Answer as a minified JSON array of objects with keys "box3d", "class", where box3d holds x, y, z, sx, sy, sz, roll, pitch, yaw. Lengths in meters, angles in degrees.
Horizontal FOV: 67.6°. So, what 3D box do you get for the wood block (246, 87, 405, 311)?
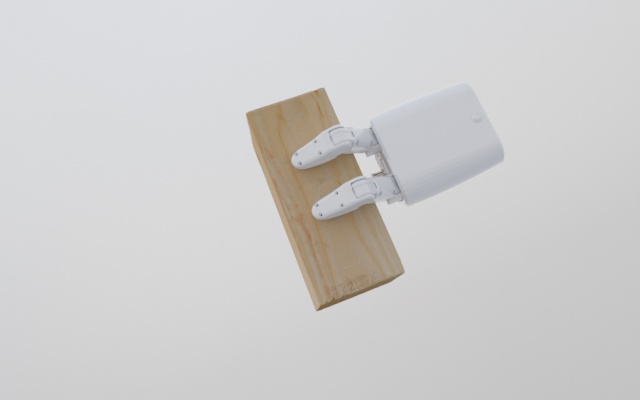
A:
[{"box3d":[0.000,0.001,0.505,0.090,0.206,0.091,-20,-15,-7],"class":"wood block"}]
